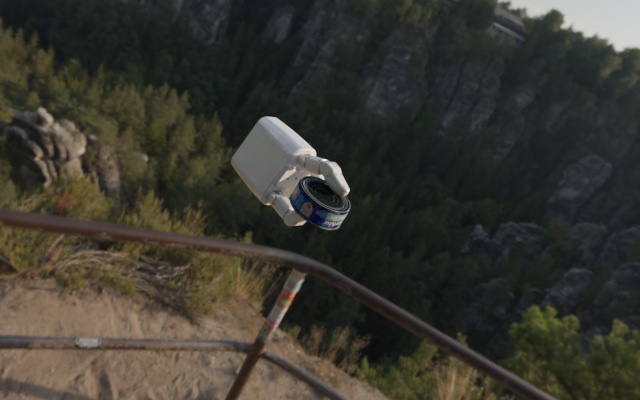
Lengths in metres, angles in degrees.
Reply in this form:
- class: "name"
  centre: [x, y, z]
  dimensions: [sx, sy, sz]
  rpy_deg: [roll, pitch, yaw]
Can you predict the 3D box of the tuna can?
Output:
- class: "tuna can"
  centre: [0.000, 0.002, 0.694]
  dimensions: [0.086, 0.034, 0.086]
  rpy_deg: [26, 27, -14]
